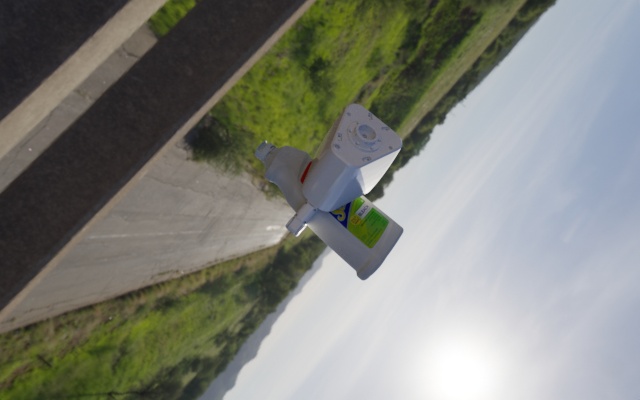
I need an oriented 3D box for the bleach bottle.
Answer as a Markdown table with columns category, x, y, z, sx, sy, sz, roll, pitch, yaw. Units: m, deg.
| category | x | y | z | sx | sy | sz | roll | pitch | yaw |
| --- | --- | --- | --- | --- | --- | --- | --- | --- | --- |
| bleach bottle | 0.000 | 0.002 | 0.721 | 0.102 | 0.251 | 0.068 | -48 | -5 | -38 |
